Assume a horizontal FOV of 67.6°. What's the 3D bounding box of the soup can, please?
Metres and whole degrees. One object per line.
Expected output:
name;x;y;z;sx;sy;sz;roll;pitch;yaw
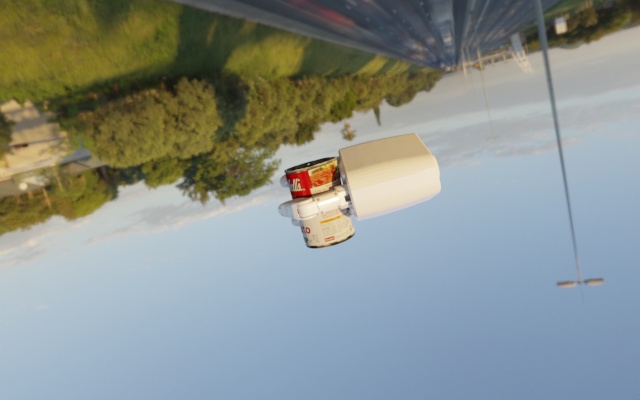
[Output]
soup can;0.000;0.002;0.606;0.068;0.102;0.068;-15;10;3
